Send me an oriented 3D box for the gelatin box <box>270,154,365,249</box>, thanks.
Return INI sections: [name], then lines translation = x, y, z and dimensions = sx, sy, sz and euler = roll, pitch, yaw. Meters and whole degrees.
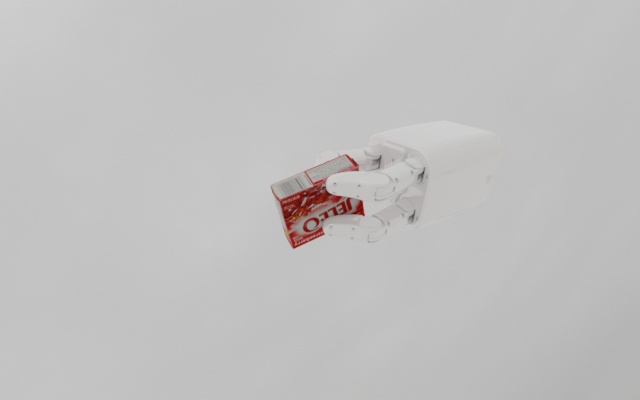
[gelatin box]
translation = 0.000, 0.001, 0.494
dimensions = 0.089, 0.073, 0.030
euler = -23, 45, -12
